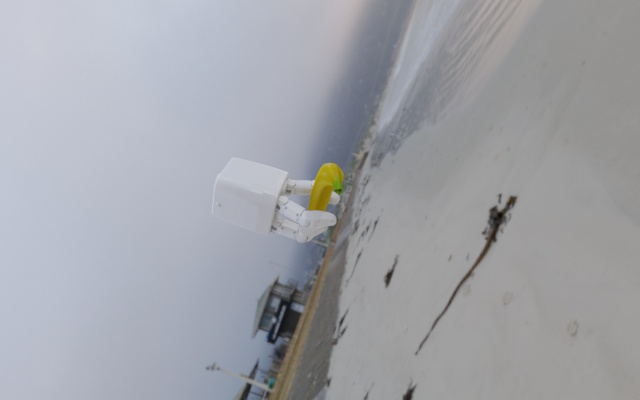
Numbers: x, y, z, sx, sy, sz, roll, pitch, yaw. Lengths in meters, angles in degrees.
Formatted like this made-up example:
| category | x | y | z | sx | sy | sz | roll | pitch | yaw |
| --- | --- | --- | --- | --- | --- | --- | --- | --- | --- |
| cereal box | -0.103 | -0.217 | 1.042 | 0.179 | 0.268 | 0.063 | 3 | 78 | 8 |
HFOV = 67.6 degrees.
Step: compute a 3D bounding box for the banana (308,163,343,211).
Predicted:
| category | x | y | z | sx | sy | sz | roll | pitch | yaw |
| --- | --- | --- | --- | --- | --- | --- | --- | --- | --- |
| banana | 0.005 | -0.015 | 0.794 | 0.037 | 0.069 | 0.198 | 16 | -20 | -5 |
